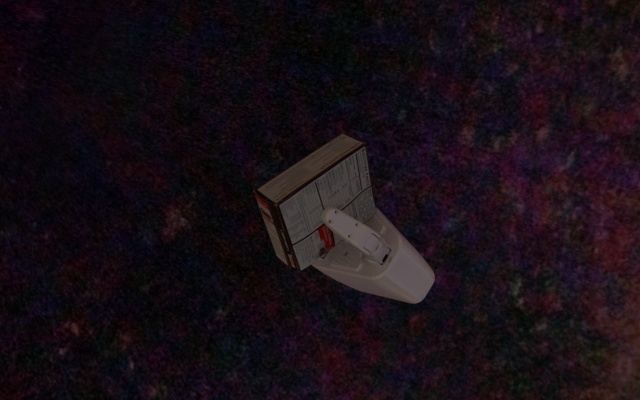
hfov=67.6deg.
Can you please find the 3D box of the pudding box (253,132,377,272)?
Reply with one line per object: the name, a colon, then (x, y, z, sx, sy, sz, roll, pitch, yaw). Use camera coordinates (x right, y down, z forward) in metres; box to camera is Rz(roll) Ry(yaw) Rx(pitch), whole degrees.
pudding box: (0.000, 0.002, 0.458, 0.113, 0.090, 0.039, -37, 42, -26)
